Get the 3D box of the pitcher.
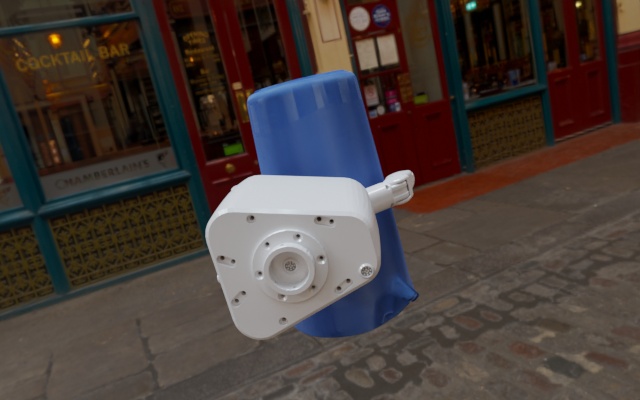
[{"bbox_3d":[0.000,0.002,0.487,0.149,0.243,0.145,-13,12,4],"label":"pitcher"}]
